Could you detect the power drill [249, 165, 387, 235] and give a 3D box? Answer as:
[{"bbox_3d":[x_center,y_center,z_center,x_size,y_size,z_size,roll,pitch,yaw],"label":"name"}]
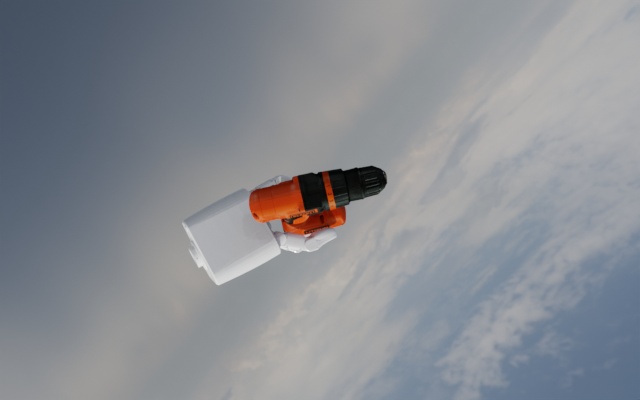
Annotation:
[{"bbox_3d":[0.000,0.002,0.696,0.184,0.057,0.188,-11,-13,0],"label":"power drill"}]
